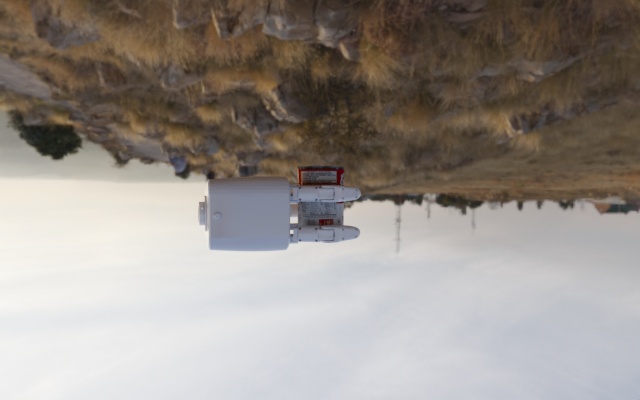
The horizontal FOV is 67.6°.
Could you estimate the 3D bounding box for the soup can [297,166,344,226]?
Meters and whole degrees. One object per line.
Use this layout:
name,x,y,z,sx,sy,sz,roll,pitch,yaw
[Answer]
soup can,0.001,0.003,0.682,0.068,0.102,0.068,0,2,0
